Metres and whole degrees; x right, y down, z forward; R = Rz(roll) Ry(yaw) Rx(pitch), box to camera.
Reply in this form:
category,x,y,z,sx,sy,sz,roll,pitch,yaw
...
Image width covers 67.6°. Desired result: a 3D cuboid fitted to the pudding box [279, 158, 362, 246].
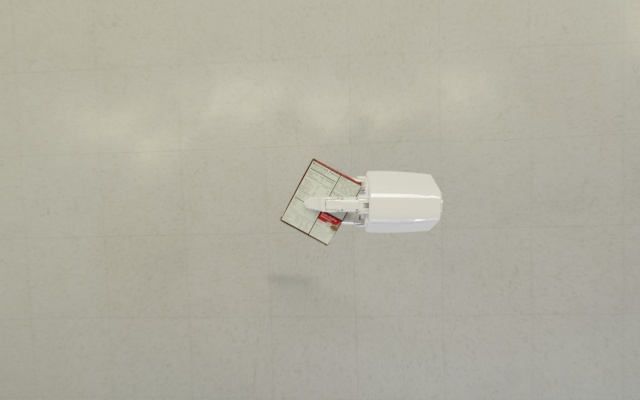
category,x,y,z,sx,sy,sz,roll,pitch,yaw
pudding box,0.000,0.003,0.752,0.090,0.113,0.039,29,3,-2
